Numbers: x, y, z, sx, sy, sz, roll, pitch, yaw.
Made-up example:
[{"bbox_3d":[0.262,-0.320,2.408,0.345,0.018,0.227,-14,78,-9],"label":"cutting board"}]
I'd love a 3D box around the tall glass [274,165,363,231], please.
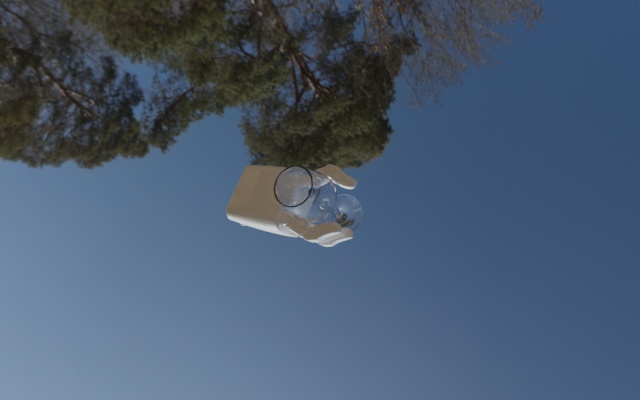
[{"bbox_3d":[0.001,0.003,0.762,0.079,0.079,0.201,0,-13,24],"label":"tall glass"}]
